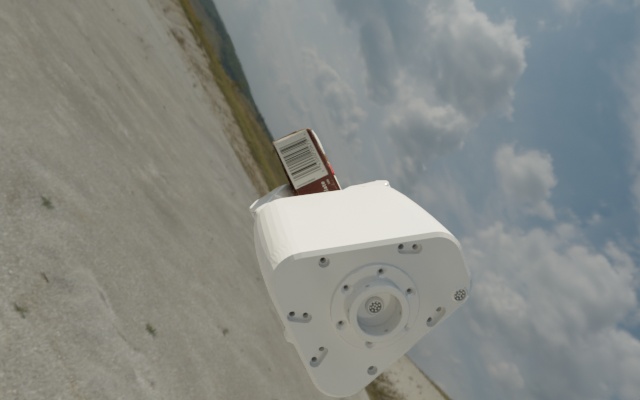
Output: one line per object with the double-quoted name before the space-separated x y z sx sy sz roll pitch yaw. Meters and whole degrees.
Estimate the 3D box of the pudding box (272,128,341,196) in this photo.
"pudding box" 0.000 0.001 0.432 0.039 0.113 0.090 -23 -12 -3
